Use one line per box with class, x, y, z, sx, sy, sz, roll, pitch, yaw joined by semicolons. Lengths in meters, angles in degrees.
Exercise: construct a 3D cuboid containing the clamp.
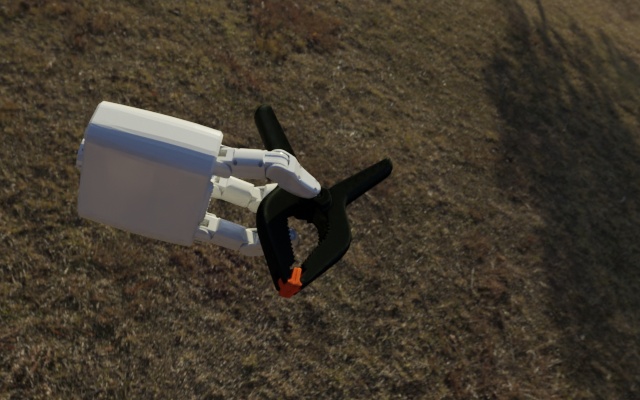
clamp;0.000;0.001;0.477;0.164;0.209;0.036;16;-39;-15
